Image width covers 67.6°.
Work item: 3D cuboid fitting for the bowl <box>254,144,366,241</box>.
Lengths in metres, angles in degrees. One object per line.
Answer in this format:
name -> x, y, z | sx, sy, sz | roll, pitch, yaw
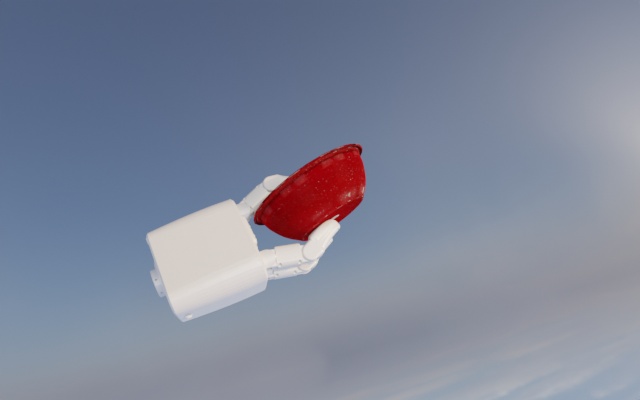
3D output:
bowl -> 0.001, 0.002, 0.586 | 0.162, 0.055, 0.162 | -34, -12, -8
